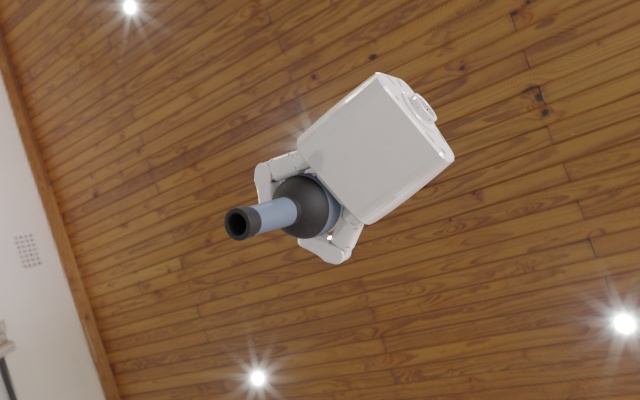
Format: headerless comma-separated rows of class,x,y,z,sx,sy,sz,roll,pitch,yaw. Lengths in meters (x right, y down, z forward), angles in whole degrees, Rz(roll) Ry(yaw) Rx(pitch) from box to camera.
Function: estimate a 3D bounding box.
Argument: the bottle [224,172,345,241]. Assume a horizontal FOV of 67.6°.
bottle,0.000,0.002,0.517,0.069,0.069,0.295,0,7,28
